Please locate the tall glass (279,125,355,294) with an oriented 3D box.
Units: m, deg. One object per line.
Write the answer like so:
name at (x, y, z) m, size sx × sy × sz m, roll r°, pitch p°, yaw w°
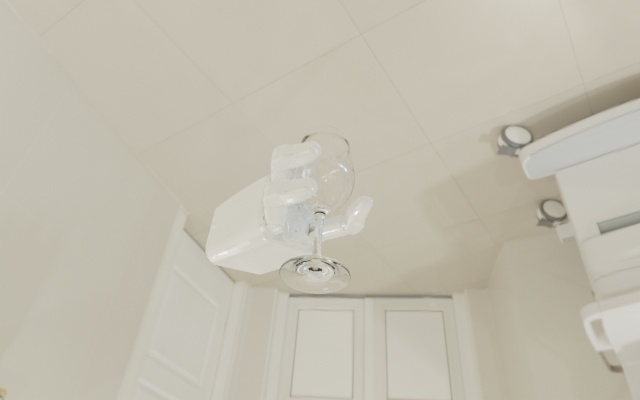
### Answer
tall glass at (0.000, 0.002, 0.555) m, size 0.079 × 0.200 × 0.079 m, roll 3°, pitch -39°, yaw 2°
